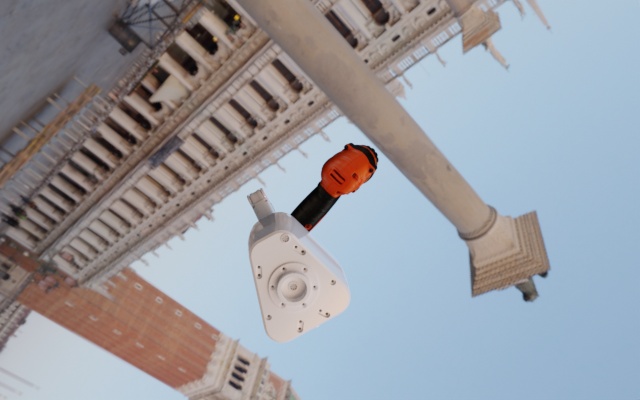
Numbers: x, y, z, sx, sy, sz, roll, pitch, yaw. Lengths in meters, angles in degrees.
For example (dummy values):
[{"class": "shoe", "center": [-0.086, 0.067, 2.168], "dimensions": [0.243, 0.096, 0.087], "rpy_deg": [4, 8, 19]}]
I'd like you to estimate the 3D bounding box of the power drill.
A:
[{"class": "power drill", "center": [0.000, 0.002, 0.635], "dimensions": [0.057, 0.188, 0.184], "rpy_deg": [43, 19, 6]}]
